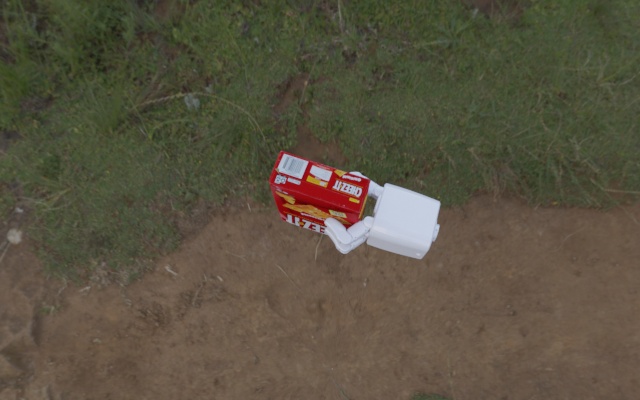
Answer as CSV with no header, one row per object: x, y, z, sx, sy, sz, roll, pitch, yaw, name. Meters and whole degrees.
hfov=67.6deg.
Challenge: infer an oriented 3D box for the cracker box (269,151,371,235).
0.000,0.003,0.887,0.164,0.072,0.214,18,-18,7,cracker box
